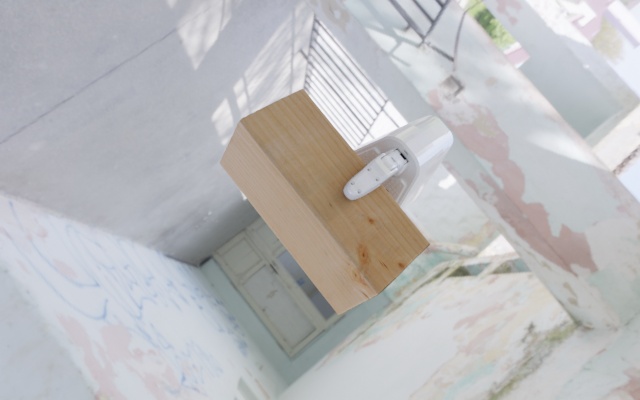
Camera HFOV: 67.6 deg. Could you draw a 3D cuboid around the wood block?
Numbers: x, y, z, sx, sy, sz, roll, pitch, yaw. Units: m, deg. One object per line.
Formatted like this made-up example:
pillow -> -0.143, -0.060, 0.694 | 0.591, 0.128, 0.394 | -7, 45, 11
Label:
wood block -> 0.001, 0.001, 0.494 | 0.090, 0.206, 0.091 | -35, -6, -35
